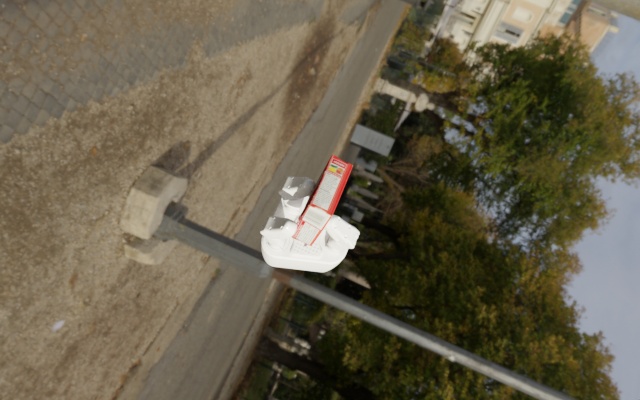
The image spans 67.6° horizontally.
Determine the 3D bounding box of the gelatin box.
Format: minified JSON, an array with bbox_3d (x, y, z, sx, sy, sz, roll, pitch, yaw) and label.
[{"bbox_3d":[0.001,0.002,0.547,0.030,0.073,0.089,26,-31,-3],"label":"gelatin box"}]
